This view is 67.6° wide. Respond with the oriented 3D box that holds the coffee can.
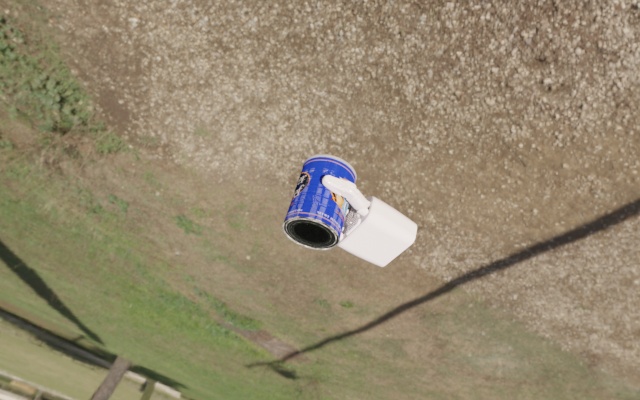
[{"bbox_3d":[0.000,0.003,0.853,0.103,0.140,0.103,12,-33,8],"label":"coffee can"}]
